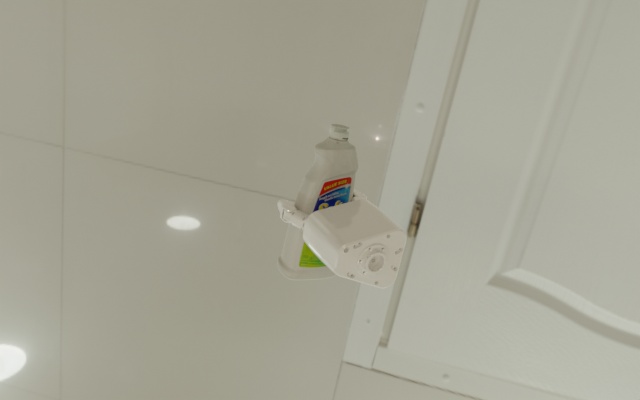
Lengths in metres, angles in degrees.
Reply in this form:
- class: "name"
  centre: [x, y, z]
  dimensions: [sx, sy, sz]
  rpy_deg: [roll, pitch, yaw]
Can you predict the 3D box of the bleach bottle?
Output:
- class: "bleach bottle"
  centre: [0.000, 0.003, 0.767]
  dimensions: [0.102, 0.251, 0.068]
  rpy_deg: [2, 21, -26]
